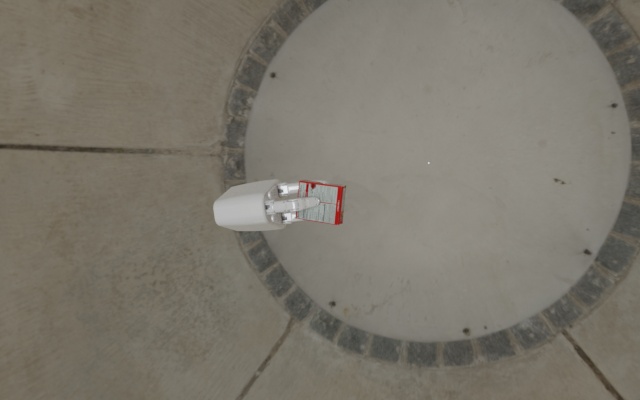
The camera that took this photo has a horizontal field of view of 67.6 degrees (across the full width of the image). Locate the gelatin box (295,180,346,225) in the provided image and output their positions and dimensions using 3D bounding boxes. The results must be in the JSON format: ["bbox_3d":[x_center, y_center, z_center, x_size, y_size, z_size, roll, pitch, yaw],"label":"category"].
[{"bbox_3d":[0.000,0.003,0.892,0.089,0.073,0.030,8,8,20],"label":"gelatin box"}]
